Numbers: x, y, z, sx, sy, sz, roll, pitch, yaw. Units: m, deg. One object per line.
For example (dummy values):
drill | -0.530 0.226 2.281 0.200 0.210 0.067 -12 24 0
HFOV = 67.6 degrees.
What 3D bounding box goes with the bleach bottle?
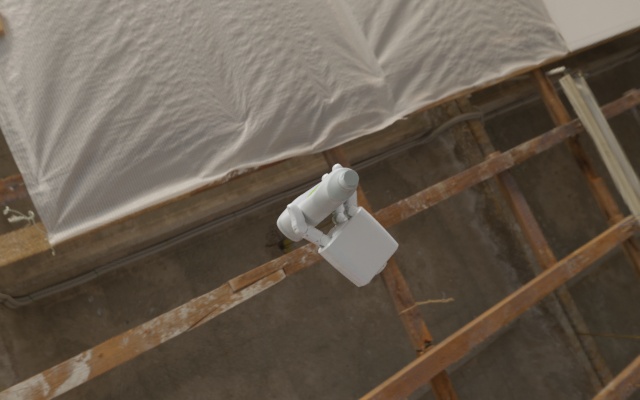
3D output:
bleach bottle | 0.000 0.003 0.896 0.068 0.102 0.251 42 -27 -5
